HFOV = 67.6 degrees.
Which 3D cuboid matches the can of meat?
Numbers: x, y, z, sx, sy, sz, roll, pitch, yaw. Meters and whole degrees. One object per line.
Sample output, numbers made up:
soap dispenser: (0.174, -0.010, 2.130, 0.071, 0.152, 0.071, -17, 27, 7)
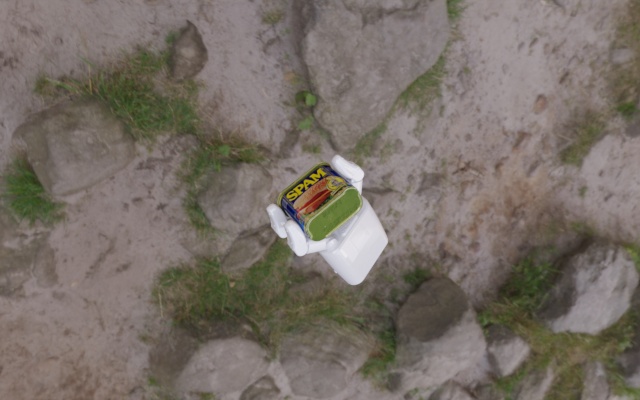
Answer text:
can of meat: (0.000, 0.002, 0.704, 0.102, 0.057, 0.084, -39, 43, -8)
